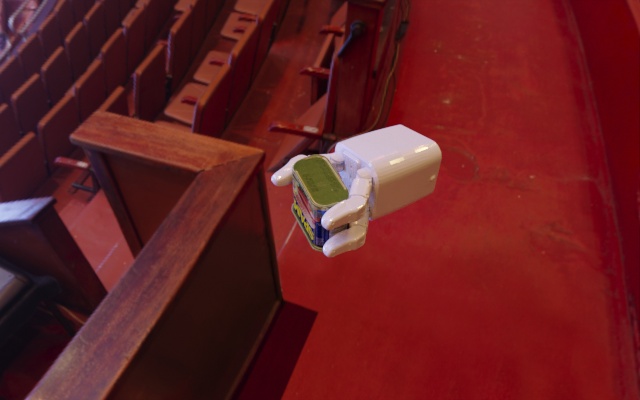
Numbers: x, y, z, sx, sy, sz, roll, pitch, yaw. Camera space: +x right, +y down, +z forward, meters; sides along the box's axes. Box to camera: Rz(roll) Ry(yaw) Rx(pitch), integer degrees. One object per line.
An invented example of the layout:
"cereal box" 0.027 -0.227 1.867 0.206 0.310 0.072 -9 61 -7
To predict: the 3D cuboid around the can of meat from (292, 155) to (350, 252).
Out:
"can of meat" 0.000 0.002 0.630 0.057 0.084 0.102 -17 49 -16
